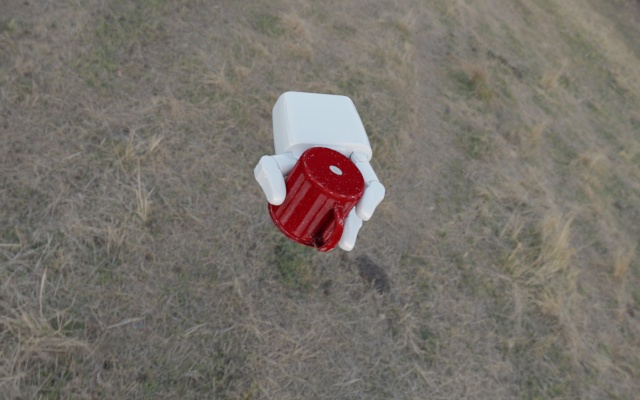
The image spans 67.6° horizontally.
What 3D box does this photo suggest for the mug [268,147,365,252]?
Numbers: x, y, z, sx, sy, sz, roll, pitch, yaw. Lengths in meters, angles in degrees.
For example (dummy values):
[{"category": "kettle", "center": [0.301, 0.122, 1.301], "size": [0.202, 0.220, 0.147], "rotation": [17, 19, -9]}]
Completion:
[{"category": "mug", "center": [0.000, 0.003, 0.538], "size": [0.093, 0.117, 0.081], "rotation": [11, -46, -27]}]
